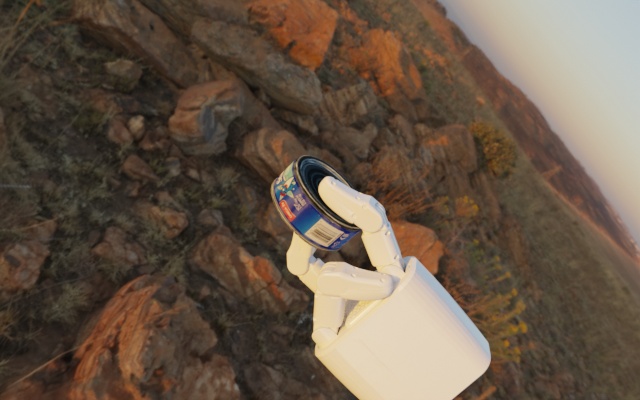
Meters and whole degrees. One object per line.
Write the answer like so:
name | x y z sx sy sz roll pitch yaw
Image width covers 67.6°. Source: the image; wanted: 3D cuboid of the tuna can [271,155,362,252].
tuna can | 0.000 0.001 0.423 0.034 0.086 0.086 -43 -22 26
